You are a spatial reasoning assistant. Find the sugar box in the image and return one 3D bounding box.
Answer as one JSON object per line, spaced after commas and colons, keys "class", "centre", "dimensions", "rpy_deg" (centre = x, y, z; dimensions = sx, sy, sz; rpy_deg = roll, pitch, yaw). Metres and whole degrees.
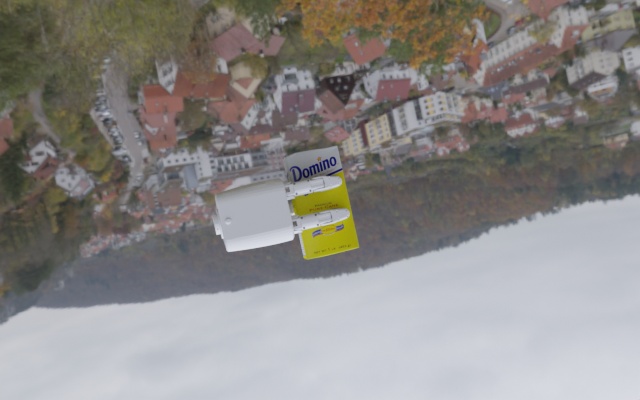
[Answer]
{"class": "sugar box", "centre": [0.000, 0.003, 0.801], "dimensions": [0.093, 0.176, 0.048], "rpy_deg": [-12, 0, -11]}
